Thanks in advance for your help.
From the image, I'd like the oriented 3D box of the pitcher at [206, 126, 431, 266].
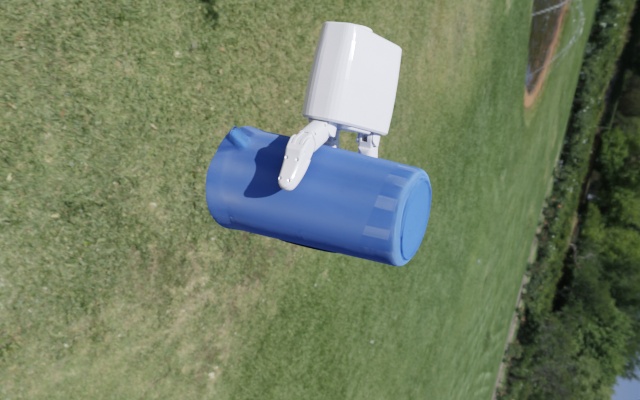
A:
[{"bbox_3d":[0.000,0.002,0.567,0.243,0.145,0.149,14,6,27],"label":"pitcher"}]
